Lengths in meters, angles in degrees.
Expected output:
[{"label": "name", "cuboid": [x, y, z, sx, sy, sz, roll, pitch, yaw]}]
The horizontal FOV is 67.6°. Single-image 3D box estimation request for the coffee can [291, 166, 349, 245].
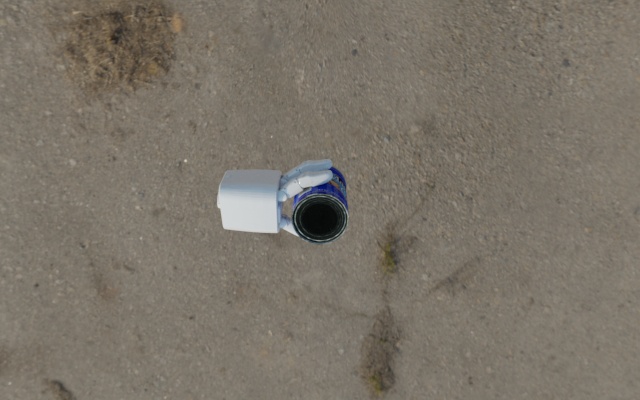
[{"label": "coffee can", "cuboid": [0.000, 0.003, 0.898, 0.103, 0.103, 0.140, 0, 26, 1]}]
